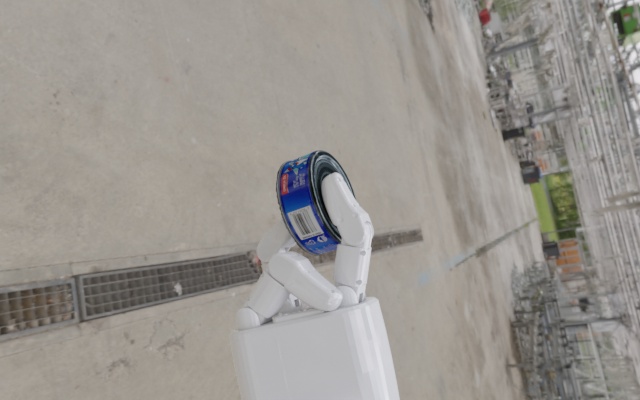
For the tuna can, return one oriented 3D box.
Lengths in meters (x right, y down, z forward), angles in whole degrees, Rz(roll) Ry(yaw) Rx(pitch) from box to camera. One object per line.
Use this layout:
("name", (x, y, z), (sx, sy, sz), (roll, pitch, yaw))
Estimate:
("tuna can", (0.001, 0.001, 0.407), (0.034, 0.086, 0.086), (-19, -8, 25))
